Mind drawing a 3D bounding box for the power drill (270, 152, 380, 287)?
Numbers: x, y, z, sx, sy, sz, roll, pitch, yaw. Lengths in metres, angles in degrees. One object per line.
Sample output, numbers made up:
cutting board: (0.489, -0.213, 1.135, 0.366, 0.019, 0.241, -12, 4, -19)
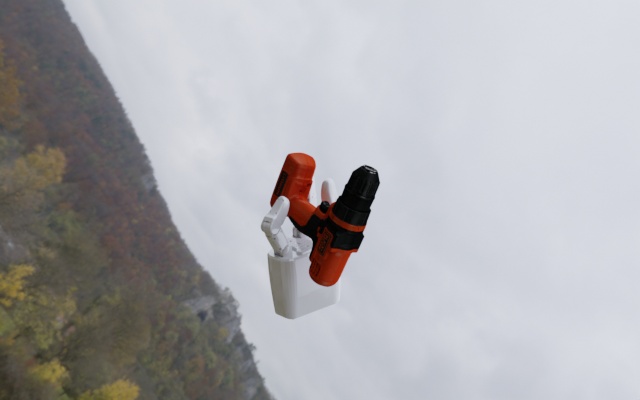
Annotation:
power drill: (0.000, 0.002, 0.695, 0.057, 0.184, 0.187, 8, 26, -35)
